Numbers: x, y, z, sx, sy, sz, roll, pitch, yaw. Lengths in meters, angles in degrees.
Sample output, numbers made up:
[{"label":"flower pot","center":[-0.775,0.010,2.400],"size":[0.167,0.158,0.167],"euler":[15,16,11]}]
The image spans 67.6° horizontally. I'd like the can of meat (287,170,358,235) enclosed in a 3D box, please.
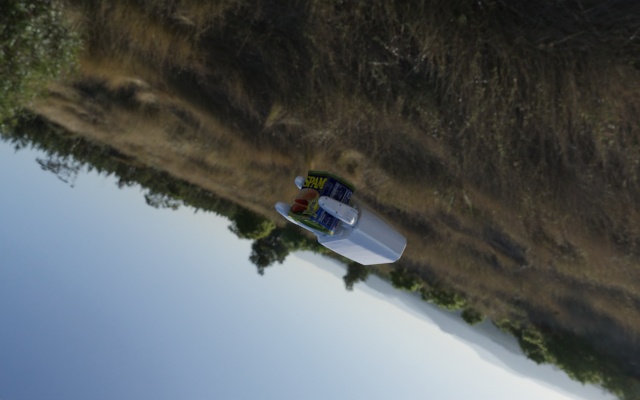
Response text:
[{"label":"can of meat","center":[0.000,0.003,0.761],"size":[0.057,0.084,0.102],"euler":[31,-9,-27]}]
